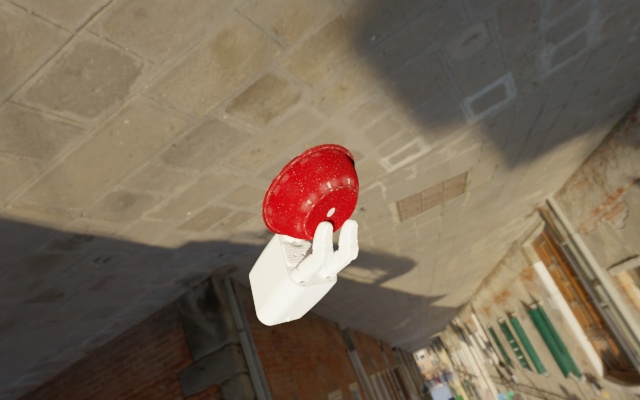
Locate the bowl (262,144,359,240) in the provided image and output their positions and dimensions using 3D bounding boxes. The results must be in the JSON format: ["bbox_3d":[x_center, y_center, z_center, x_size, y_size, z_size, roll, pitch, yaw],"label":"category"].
[{"bbox_3d":[0.001,0.001,0.671,0.162,0.162,0.055,0,36,-46],"label":"bowl"}]
